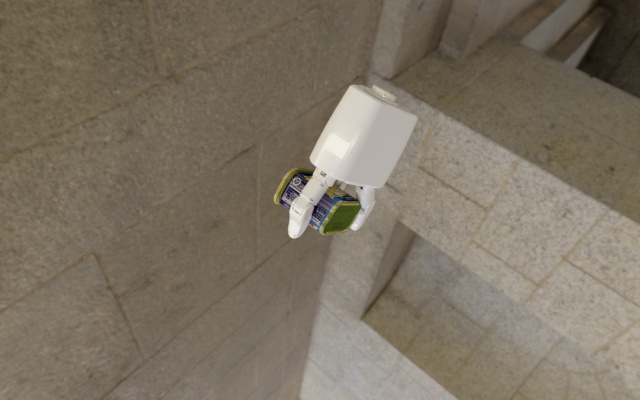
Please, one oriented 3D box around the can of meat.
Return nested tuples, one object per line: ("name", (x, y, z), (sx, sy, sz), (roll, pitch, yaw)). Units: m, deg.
("can of meat", (0.000, 0.002, 0.657), (0.084, 0.057, 0.102), (35, 14, 22))
